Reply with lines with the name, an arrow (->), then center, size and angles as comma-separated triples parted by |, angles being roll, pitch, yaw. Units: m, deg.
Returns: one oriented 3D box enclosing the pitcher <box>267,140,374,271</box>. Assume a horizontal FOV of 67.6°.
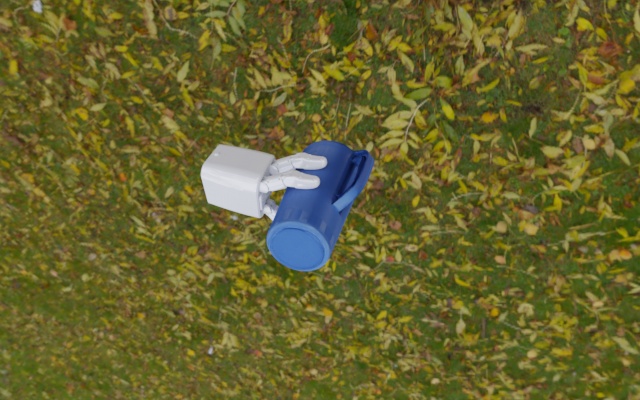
pitcher -> 0.000, 0.003, 0.846 | 0.145, 0.149, 0.242 | 16, 40, 6
